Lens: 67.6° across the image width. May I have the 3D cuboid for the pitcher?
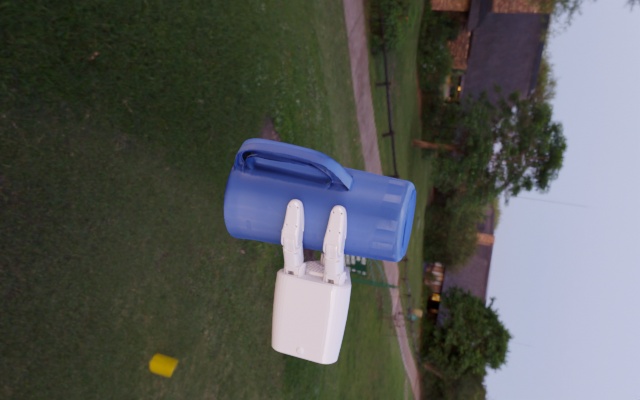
[{"bbox_3d":[0.000,0.002,0.645,0.243,0.145,0.149,10,6,16],"label":"pitcher"}]
